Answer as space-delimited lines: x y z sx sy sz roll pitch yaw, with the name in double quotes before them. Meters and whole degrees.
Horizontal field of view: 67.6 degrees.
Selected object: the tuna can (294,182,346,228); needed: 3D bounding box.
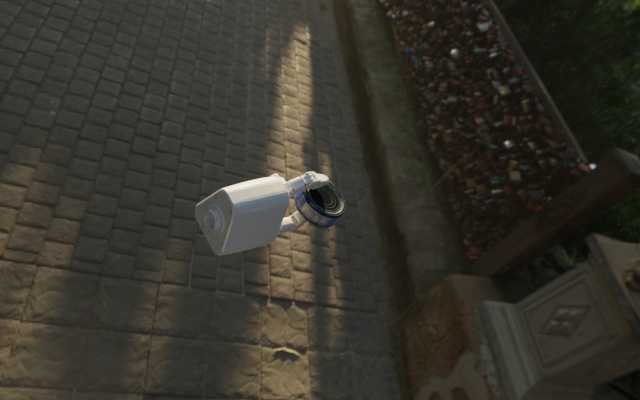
"tuna can" 0.000 0.002 0.819 0.086 0.086 0.034 0 -38 -40
